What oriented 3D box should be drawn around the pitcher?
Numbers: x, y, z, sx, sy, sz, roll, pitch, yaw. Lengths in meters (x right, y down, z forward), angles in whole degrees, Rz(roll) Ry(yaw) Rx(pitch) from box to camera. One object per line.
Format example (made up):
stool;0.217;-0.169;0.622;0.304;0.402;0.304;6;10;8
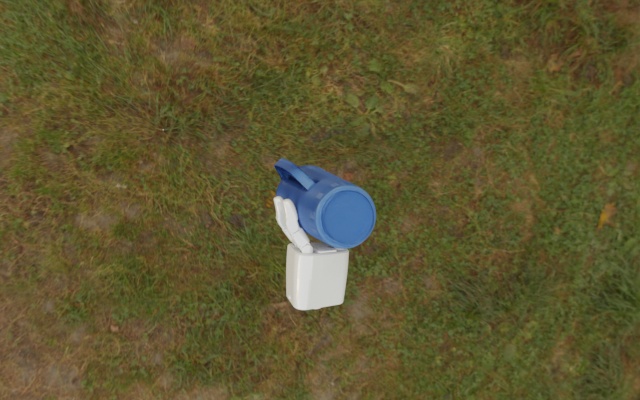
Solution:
pitcher;0.000;0.003;0.882;0.149;0.145;0.243;2;8;-19
